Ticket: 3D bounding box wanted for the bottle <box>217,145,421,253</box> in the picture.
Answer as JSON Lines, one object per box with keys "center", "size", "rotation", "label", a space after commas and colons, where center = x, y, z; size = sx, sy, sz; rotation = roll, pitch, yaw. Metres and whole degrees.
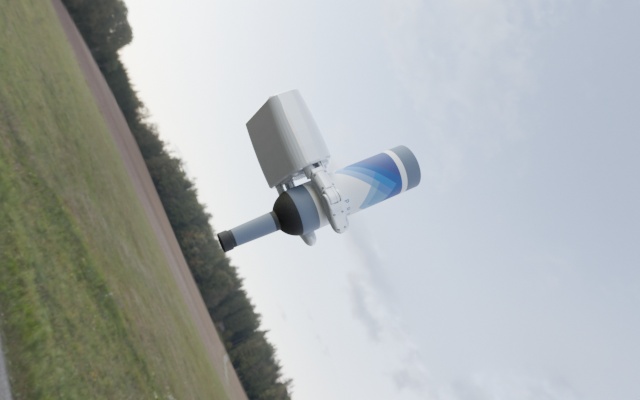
{"center": [0.000, 0.002, 0.664], "size": [0.295, 0.069, 0.069], "rotation": [-22, 7, -18], "label": "bottle"}
